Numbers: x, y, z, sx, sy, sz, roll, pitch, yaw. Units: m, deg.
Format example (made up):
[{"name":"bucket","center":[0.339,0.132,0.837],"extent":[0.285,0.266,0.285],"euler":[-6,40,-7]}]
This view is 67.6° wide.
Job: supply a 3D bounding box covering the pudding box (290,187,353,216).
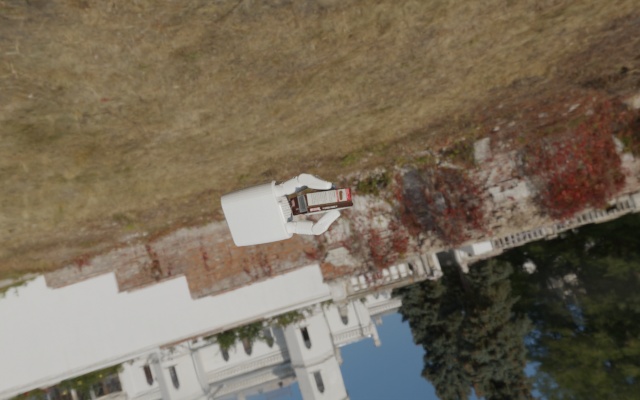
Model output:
[{"name":"pudding box","center":[0.000,0.003,0.886],"extent":[0.090,0.039,0.113],"euler":[-9,0,-17]}]
